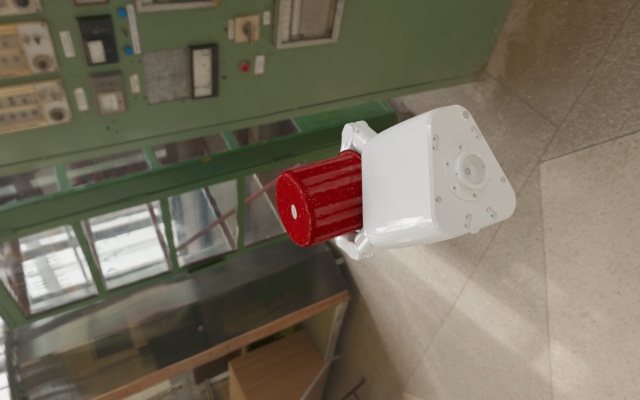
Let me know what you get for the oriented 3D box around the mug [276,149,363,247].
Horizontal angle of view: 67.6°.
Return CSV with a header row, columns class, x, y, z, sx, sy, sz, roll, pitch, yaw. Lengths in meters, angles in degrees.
class,x,y,z,sx,sy,sz,roll,pitch,yaw
mug,-0.001,0.002,0.515,0.081,0.093,0.117,-17,-2,-26
